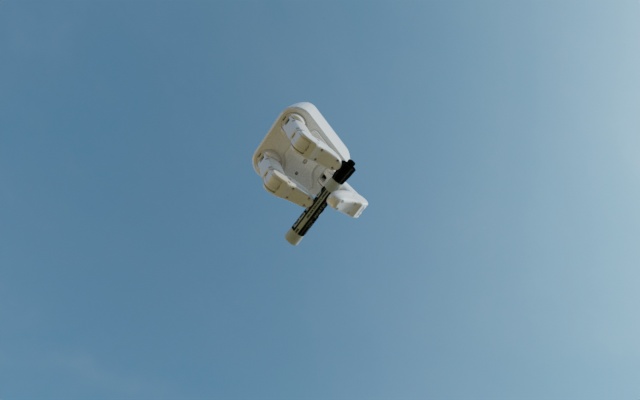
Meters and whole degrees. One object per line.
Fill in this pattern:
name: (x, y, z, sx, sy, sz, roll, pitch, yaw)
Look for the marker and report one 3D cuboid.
marker: (0.000, 0.002, 0.549, 0.020, 0.121, 0.020, 34, 17, -12)
